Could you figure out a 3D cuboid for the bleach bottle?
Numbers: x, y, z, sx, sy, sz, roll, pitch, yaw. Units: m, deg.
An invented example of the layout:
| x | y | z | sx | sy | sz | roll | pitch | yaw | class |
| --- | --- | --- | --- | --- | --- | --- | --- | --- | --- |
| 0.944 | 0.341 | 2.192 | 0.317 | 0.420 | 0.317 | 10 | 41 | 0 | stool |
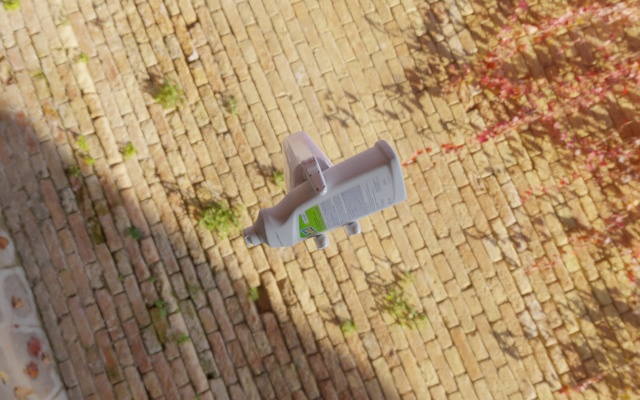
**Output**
| x | y | z | sx | sy | sz | roll | pitch | yaw | class |
| --- | --- | --- | --- | --- | --- | --- | --- | --- | --- |
| 0.000 | 0.002 | 0.721 | 0.251 | 0.103 | 0.068 | -23 | 38 | -3 | bleach bottle |
